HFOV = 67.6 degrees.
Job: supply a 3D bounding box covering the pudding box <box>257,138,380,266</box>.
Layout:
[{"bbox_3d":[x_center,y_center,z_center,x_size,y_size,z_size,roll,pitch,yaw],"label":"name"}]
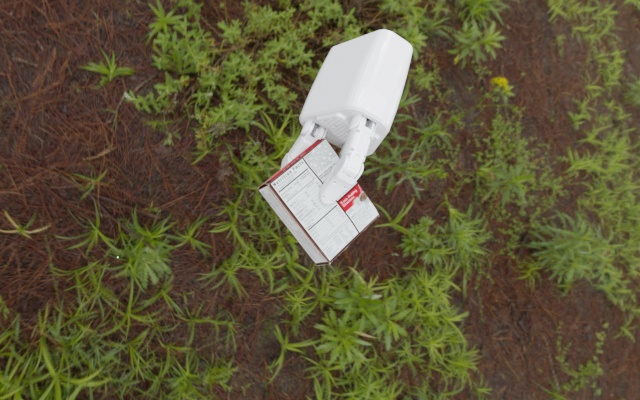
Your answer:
[{"bbox_3d":[0.000,0.002,0.530,0.090,0.113,0.039,-41,9,-24],"label":"pudding box"}]
